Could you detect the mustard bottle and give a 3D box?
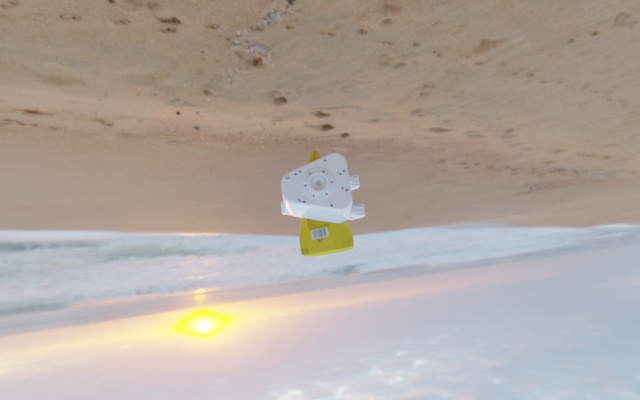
[{"bbox_3d":[0.000,0.003,0.879,0.096,0.191,0.058,-13,-12,23],"label":"mustard bottle"}]
